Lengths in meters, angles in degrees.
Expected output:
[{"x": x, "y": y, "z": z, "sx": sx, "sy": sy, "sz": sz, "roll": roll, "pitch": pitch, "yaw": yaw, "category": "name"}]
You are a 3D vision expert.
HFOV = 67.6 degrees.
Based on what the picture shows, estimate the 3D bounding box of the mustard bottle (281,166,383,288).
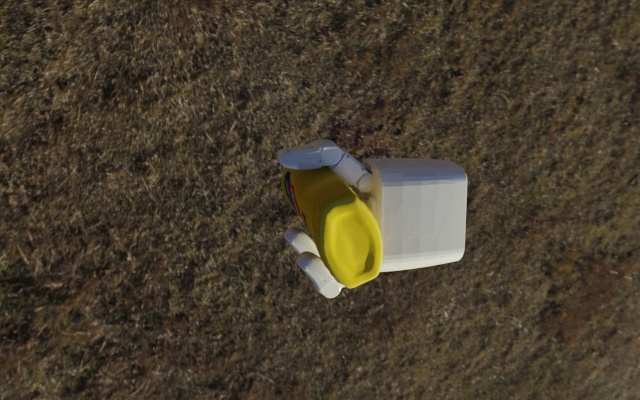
[{"x": 0.000, "y": 0.002, "z": 0.498, "sx": 0.058, "sy": 0.096, "sz": 0.191, "roll": -25, "pitch": 30, "yaw": -7, "category": "mustard bottle"}]
